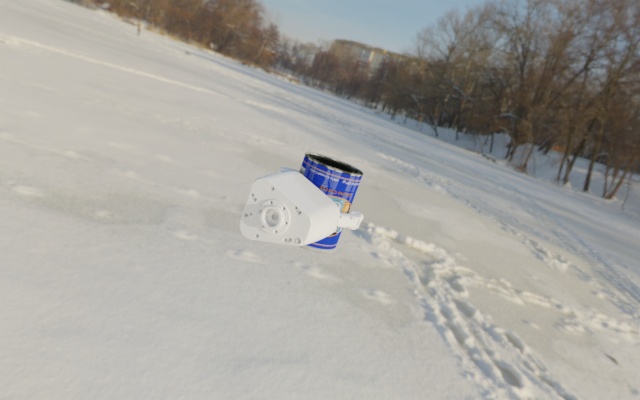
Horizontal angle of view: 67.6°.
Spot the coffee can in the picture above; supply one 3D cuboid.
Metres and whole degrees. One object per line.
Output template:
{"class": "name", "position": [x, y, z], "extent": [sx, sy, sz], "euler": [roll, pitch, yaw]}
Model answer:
{"class": "coffee can", "position": [0.000, 0.003, 0.797], "extent": [0.103, 0.140, 0.102], "euler": [19, 13, -4]}
